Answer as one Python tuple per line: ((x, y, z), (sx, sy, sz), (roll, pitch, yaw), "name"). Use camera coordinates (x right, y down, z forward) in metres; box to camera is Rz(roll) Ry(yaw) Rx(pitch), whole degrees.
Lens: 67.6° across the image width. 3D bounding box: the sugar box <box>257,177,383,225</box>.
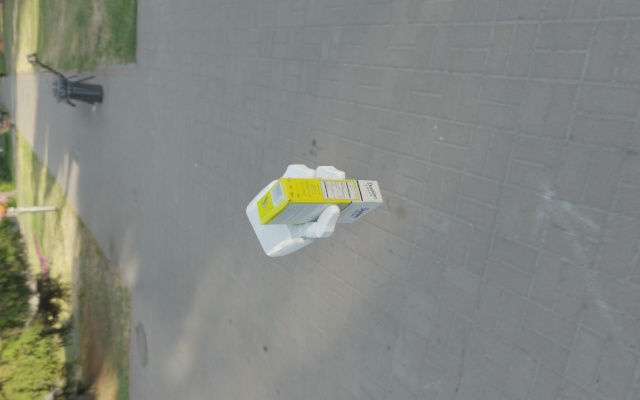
((0.000, 0.002, 0.747), (0.176, 0.048, 0.093), (-2, -22, -35), "sugar box")
